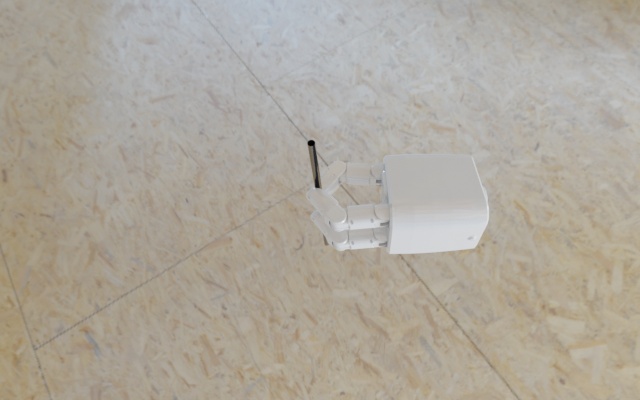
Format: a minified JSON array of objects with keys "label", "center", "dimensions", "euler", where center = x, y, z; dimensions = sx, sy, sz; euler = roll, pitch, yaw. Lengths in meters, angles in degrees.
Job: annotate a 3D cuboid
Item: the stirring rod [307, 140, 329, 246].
[{"label":"stirring rod","center":[0.000,0.002,0.579],"dimensions":[0.011,0.011,0.240],"euler":[0,-29,5]}]
